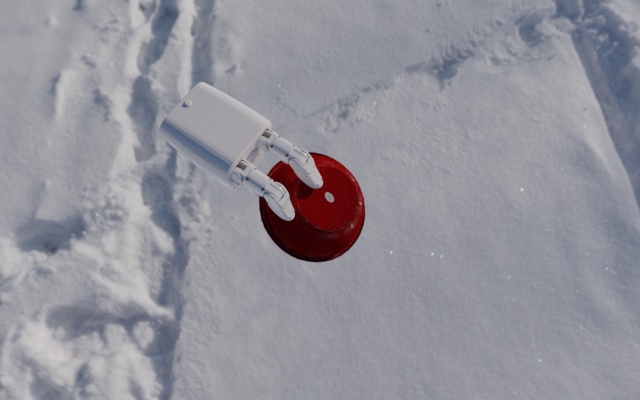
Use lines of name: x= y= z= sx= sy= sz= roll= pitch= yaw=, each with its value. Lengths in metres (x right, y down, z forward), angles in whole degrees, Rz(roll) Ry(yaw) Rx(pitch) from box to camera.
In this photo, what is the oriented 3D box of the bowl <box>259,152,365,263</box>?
bowl: x=0.001 y=0.003 z=0.657 sx=0.162 sy=0.162 sz=0.055 roll=0 pitch=-13 yaw=-22
